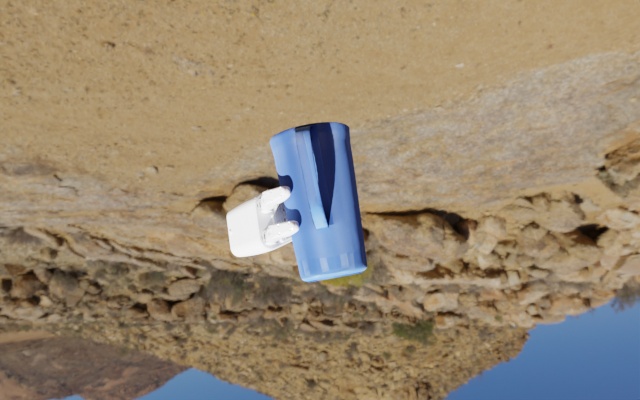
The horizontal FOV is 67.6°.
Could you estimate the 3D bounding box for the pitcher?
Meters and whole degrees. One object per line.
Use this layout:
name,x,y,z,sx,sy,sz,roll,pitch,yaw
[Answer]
pitcher,0.000,0.003,0.763,0.149,0.243,0.145,-3,-11,-40
